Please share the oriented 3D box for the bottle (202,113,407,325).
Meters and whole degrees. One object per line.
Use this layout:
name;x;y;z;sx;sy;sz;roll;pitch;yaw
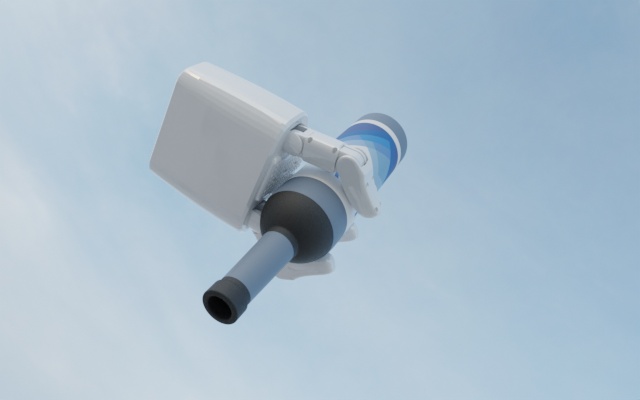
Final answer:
bottle;0.000;0.001;0.416;0.069;0.069;0.295;0;27;30
